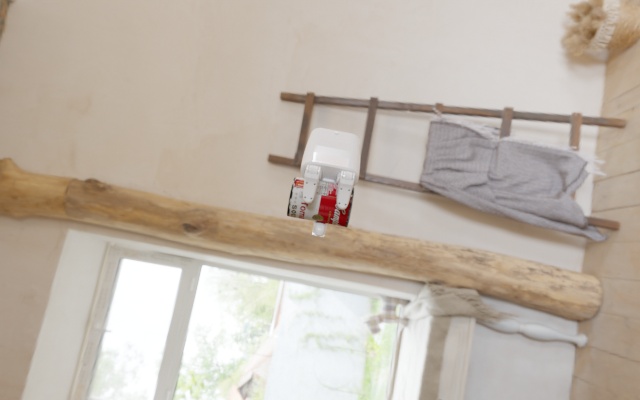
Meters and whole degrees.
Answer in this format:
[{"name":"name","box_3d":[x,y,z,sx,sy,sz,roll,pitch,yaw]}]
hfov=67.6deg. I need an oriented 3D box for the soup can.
[{"name":"soup can","box_3d":[0.000,0.003,0.793,0.102,0.068,0.068,10,0,-1]}]
